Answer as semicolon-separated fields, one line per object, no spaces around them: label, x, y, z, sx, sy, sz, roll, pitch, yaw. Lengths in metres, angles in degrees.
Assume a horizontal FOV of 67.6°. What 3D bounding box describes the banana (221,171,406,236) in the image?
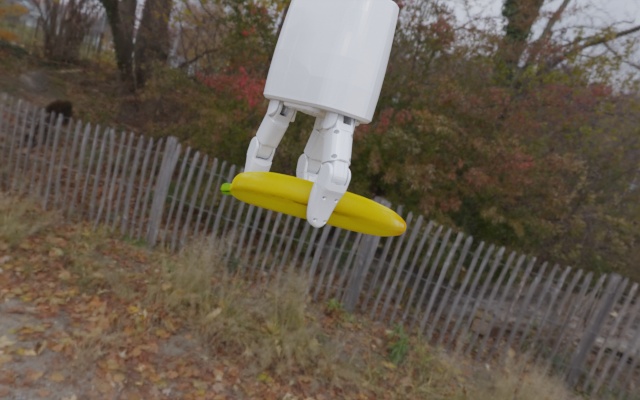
banana;-0.002;0.002;0.471;0.198;0.037;0.069;15;2;-5
